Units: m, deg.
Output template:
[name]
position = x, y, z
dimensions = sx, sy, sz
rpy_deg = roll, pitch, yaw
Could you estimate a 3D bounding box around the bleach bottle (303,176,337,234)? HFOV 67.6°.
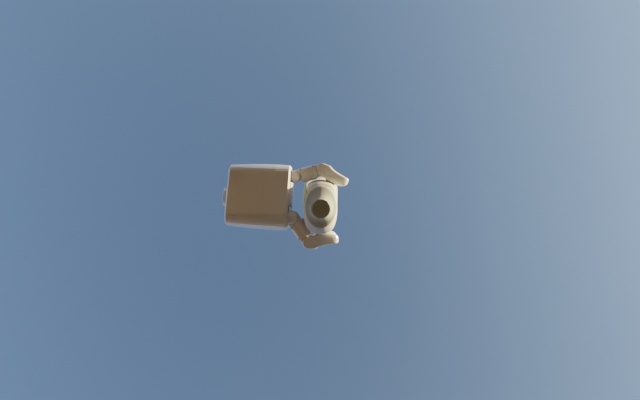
[bleach bottle]
position = 0.000, 0.003, 0.834
dimensions = 0.068, 0.102, 0.251
rpy_deg = 2, 1, 0
